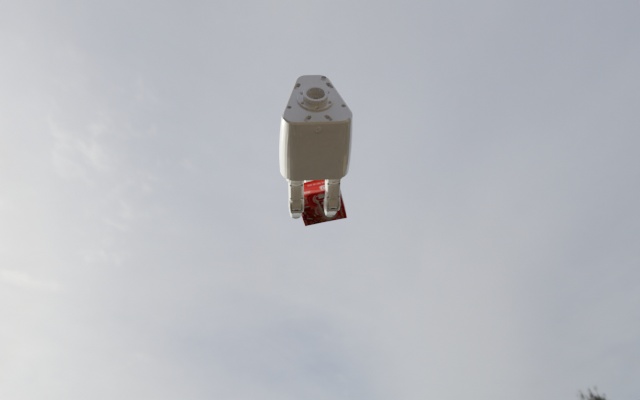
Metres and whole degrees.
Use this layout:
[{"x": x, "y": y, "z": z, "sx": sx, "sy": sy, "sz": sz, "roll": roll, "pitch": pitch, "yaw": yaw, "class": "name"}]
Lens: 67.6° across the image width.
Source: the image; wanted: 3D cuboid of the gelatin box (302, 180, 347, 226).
[{"x": 0.000, "y": 0.002, "z": 0.776, "sx": 0.073, "sy": 0.030, "sz": 0.089, "roll": -12, "pitch": -36, "yaw": 4, "class": "gelatin box"}]
